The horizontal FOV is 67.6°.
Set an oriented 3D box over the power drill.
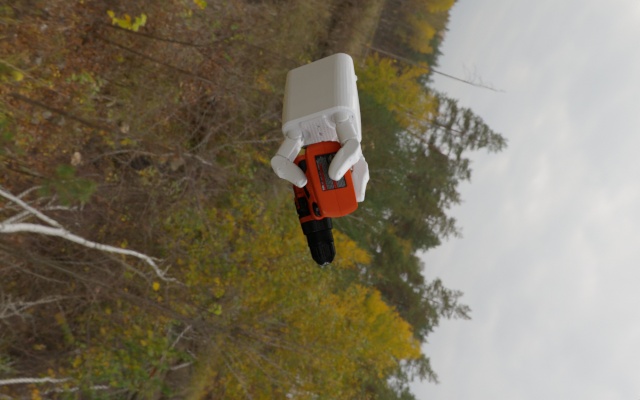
[{"bbox_3d":[0.000,0.002,0.713,0.057,0.184,0.188,-13,-8,-15],"label":"power drill"}]
